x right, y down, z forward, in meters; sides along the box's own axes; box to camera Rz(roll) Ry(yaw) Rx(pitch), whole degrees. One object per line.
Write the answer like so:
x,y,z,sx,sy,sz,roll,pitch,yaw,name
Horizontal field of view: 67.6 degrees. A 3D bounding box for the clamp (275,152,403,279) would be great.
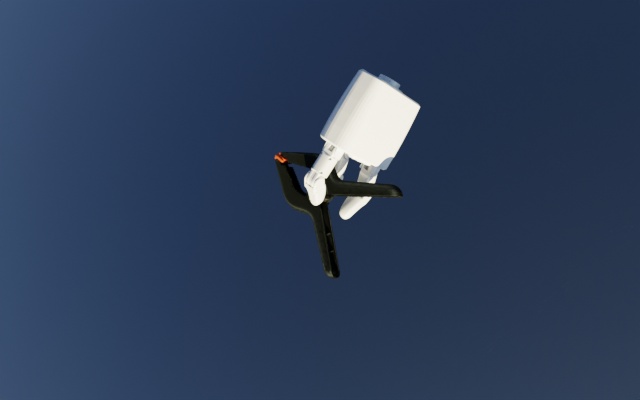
-0.001,0.002,0.717,0.210,0.164,0.036,36,12,28,clamp
